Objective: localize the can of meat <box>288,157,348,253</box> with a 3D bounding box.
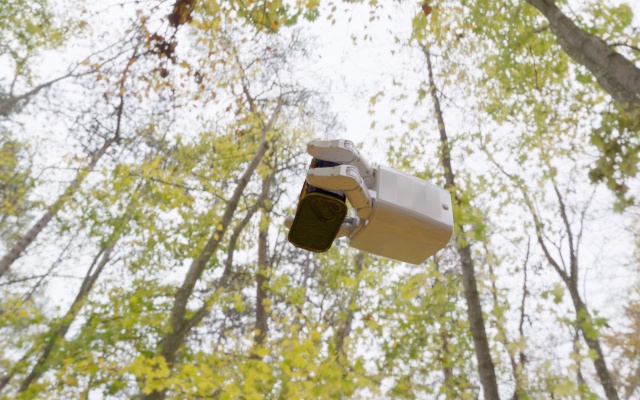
[{"bbox_3d":[0.000,0.002,0.613,0.057,0.084,0.102,16,-46,-6],"label":"can of meat"}]
